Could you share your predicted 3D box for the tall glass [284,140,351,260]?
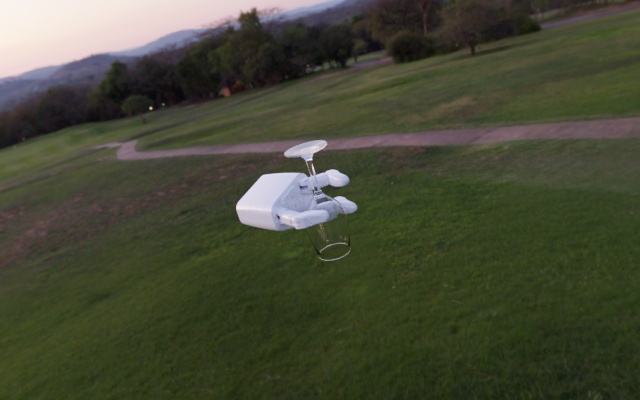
[{"bbox_3d":[0.000,0.002,0.828,0.079,0.201,0.079,-14,21,5],"label":"tall glass"}]
